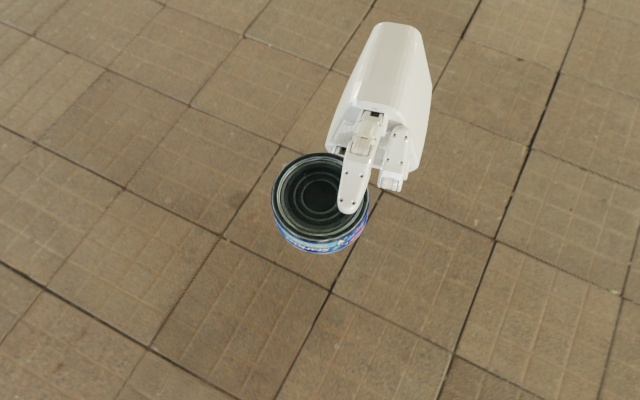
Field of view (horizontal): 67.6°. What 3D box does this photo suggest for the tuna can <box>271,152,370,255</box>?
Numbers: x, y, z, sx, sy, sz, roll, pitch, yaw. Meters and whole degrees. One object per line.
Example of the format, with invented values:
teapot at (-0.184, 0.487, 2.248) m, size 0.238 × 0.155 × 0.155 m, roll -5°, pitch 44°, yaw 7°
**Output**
tuna can at (0.000, 0.001, 0.416) m, size 0.086 × 0.086 × 0.034 m, roll 0°, pitch -22°, yaw 1°
